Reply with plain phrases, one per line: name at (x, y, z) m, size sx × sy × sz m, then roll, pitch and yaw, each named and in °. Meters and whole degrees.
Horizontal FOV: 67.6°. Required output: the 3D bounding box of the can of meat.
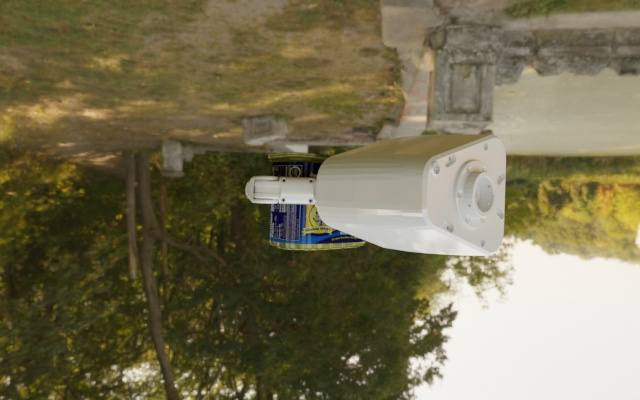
can of meat at (0.000, 0.002, 0.450) m, size 0.102 × 0.084 × 0.057 m, roll 2°, pitch 0°, yaw -43°
